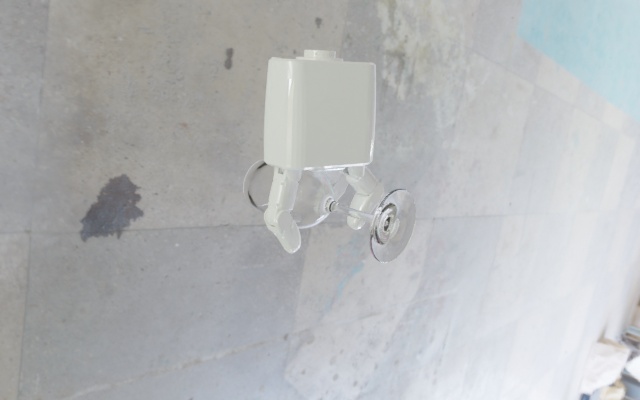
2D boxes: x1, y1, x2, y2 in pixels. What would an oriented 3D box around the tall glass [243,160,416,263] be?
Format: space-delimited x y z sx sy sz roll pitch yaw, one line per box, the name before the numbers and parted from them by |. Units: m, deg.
tall glass | 0.001 0.002 0.525 0.201 0.079 0.079 17 12 41
